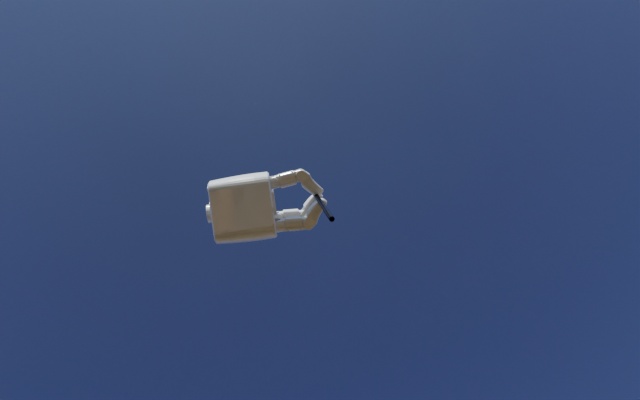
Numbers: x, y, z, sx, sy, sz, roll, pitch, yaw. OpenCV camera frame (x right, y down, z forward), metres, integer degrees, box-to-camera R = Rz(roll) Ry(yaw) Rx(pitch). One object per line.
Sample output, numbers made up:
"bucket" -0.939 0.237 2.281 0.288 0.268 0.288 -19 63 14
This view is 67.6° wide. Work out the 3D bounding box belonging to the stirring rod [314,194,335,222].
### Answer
"stirring rod" 0.000 0.003 0.788 0.011 0.011 0.239 0 11 -8
